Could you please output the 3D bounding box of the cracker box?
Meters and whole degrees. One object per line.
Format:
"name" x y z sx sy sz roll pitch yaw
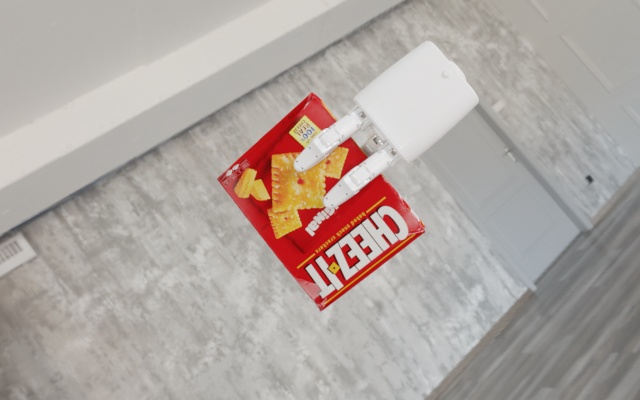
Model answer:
"cracker box" 0.000 0.002 0.595 0.164 0.213 0.072 -40 -5 10
